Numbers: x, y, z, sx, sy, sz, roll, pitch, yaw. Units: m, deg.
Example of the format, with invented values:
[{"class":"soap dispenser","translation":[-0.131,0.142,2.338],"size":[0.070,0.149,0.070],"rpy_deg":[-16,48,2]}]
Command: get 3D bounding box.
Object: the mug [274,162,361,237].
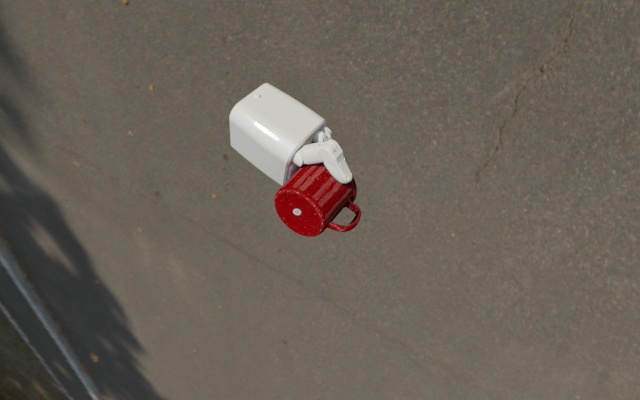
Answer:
[{"class":"mug","translation":[0.001,0.003,0.651],"size":[0.117,0.093,0.081],"rpy_deg":[35,50,8]}]
